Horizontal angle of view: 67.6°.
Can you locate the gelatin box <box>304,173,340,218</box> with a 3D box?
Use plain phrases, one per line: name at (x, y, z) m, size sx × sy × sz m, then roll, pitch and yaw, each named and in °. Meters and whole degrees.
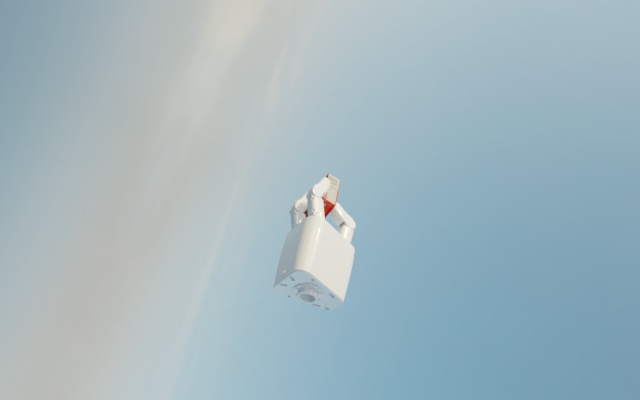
gelatin box at (0.001, 0.003, 0.867) m, size 0.030 × 0.073 × 0.089 m, roll 32°, pitch 33°, yaw -13°
